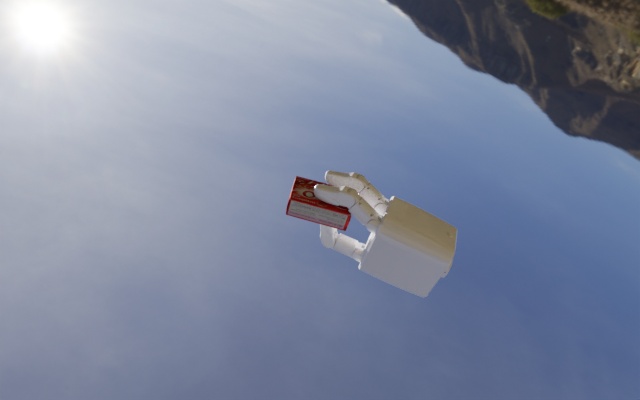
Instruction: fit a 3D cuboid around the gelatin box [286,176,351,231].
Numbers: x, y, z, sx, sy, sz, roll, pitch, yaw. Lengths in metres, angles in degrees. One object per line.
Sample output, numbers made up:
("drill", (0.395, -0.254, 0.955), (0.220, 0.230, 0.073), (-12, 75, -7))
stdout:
("gelatin box", (0.000, 0.003, 0.680), (0.089, 0.030, 0.073), (15, 29, -3))
